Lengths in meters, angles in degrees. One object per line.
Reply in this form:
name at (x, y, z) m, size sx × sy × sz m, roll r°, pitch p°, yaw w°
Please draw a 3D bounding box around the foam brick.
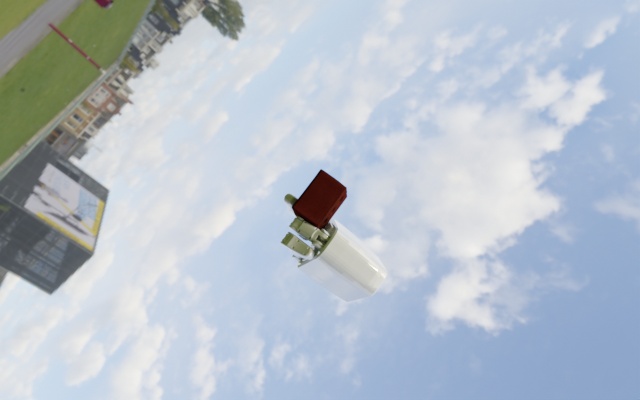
foam brick at (0.000, 0.002, 0.746) m, size 0.051 × 0.078 × 0.053 m, roll 34°, pitch -12°, yaw 14°
